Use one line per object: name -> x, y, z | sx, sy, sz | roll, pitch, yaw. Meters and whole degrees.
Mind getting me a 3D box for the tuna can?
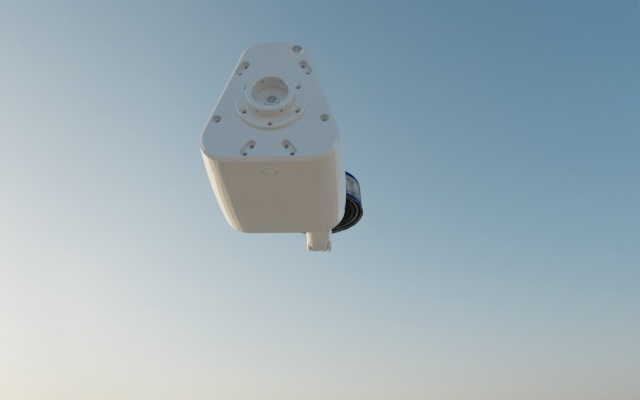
tuna can -> 0.000, 0.001, 0.495 | 0.086, 0.033, 0.086 | -2, -31, -1
